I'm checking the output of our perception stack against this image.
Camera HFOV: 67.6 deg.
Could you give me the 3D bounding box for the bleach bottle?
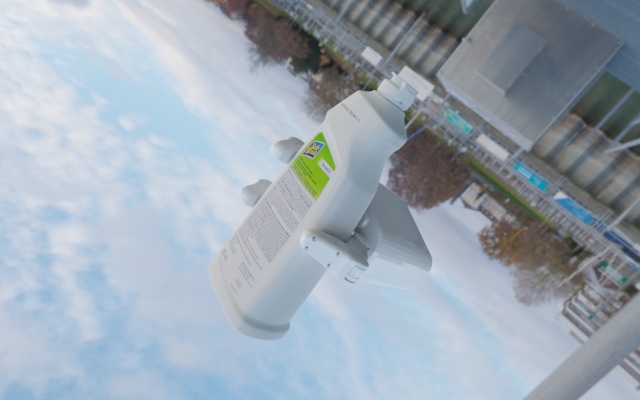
[{"bbox_3d":[0.000,0.001,0.425,0.068,0.251,0.102,23,21,-45],"label":"bleach bottle"}]
